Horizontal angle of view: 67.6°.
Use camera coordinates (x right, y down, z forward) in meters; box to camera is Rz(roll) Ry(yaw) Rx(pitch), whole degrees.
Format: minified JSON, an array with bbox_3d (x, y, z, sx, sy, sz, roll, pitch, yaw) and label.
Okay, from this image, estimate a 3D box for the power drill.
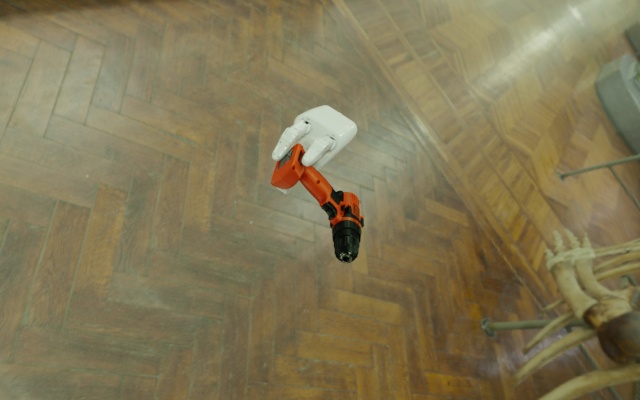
[{"bbox_3d":[0.000,0.002,0.819,0.057,0.188,0.184,-37,22,21],"label":"power drill"}]
